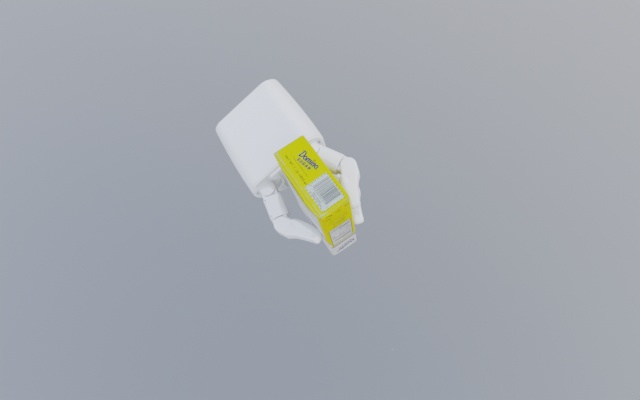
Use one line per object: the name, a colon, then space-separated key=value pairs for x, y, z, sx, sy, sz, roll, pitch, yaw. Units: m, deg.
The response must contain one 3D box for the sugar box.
sugar box: x=0.000 y=0.001 z=0.581 sx=0.048 sy=0.093 sz=0.176 roll=-34 pitch=-19 yaw=-3
